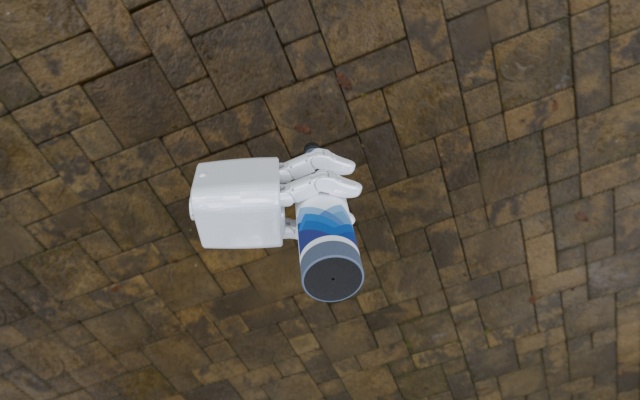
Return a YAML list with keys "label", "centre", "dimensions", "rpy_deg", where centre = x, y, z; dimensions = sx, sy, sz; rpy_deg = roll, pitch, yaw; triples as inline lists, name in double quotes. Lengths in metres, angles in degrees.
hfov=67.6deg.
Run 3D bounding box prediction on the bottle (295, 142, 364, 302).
- label: "bottle"
  centre: [0.000, 0.002, 0.622]
  dimensions: [0.069, 0.069, 0.295]
  rpy_deg: [0, 34, -6]
